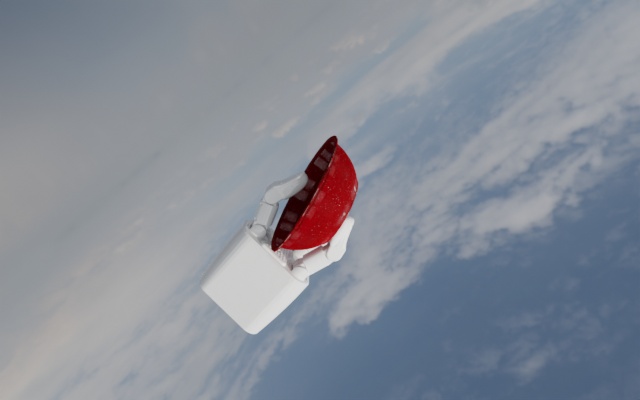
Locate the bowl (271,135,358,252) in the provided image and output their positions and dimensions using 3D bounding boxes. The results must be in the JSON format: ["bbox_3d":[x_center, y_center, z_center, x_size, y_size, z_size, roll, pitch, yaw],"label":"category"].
[{"bbox_3d":[0.001,0.001,0.594,0.055,0.162,0.162,28,-6,-11],"label":"bowl"}]
